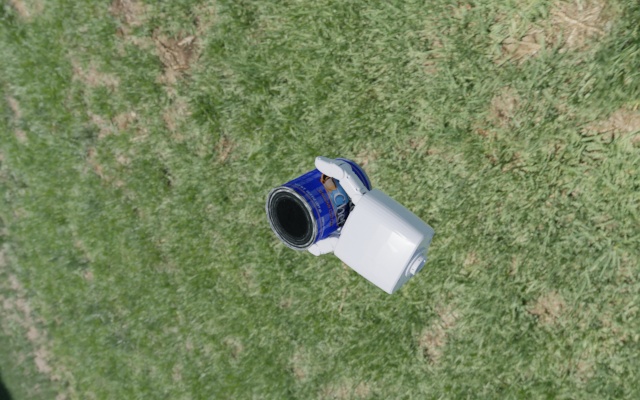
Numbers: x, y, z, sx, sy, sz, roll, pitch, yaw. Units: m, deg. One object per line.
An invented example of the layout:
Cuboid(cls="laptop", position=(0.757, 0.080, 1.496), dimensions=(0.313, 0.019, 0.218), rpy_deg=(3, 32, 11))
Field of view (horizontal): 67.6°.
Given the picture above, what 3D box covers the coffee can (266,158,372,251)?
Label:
Cuboid(cls="coffee can", position=(0.000, 0.002, 0.746), dimensions=(0.103, 0.103, 0.140), rpy_deg=(0, 21, 44))
